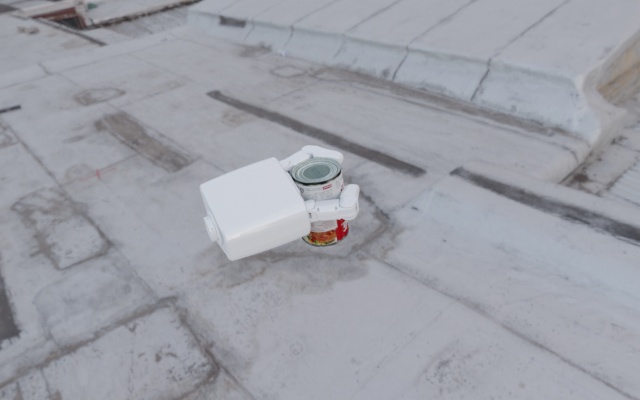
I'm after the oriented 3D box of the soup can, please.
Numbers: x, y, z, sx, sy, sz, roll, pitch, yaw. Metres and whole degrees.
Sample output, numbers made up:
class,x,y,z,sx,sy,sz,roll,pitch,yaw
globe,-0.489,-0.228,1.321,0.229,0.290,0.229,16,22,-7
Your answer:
class,x,y,z,sx,sy,sz,roll,pitch,yaw
soup can,0.001,0.002,0.641,0.068,0.102,0.068,-6,33,4
